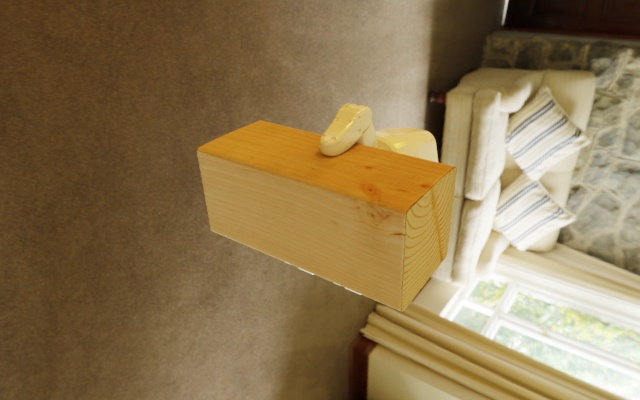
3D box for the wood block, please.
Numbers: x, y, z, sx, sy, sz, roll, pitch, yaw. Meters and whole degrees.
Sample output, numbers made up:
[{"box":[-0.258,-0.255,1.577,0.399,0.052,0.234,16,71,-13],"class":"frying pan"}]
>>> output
[{"box":[0.000,0.001,0.418,0.206,0.091,0.090,17,34,31],"class":"wood block"}]
